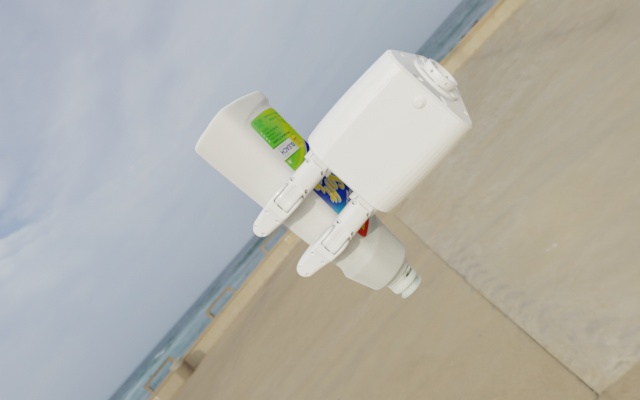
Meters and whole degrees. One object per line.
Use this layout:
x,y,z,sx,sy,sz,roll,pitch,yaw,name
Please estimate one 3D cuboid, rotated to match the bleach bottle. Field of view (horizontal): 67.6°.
0.000,0.002,0.481,0.068,0.251,0.102,-47,3,28,bleach bottle
